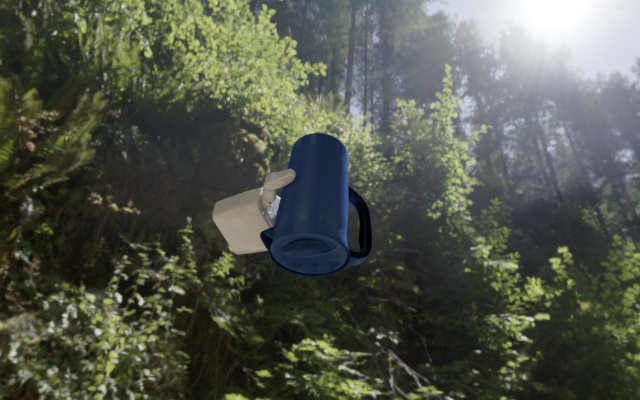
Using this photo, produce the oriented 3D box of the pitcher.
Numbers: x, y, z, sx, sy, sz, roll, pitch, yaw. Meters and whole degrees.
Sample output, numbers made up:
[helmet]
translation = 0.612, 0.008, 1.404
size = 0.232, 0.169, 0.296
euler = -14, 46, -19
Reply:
[pitcher]
translation = 0.000, 0.003, 0.838
size = 0.145, 0.242, 0.149
euler = -15, -43, 25
